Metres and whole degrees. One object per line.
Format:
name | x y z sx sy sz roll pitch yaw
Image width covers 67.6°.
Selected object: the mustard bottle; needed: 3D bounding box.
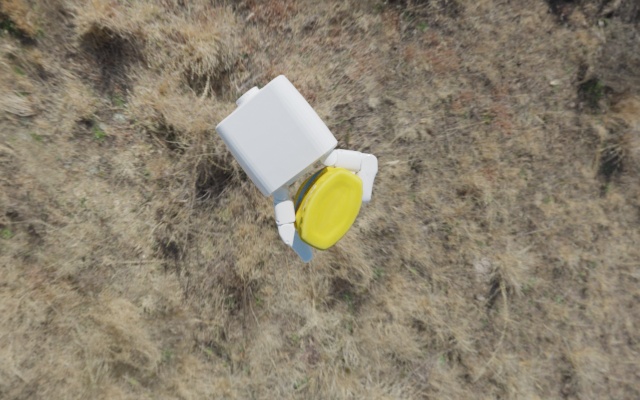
mustard bottle | 0.000 0.002 0.625 0.058 0.096 0.191 27 1 -10
